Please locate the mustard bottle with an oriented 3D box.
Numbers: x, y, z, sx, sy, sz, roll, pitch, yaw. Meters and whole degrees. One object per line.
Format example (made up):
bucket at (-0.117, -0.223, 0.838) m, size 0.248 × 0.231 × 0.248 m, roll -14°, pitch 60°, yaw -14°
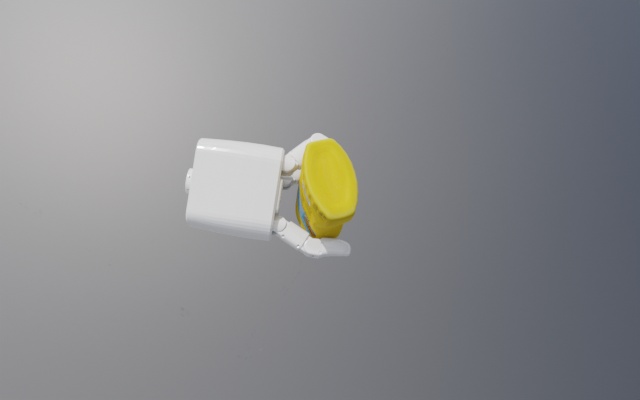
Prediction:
mustard bottle at (0.000, 0.002, 0.608) m, size 0.058 × 0.096 × 0.192 m, roll -15°, pitch -15°, yaw -11°
